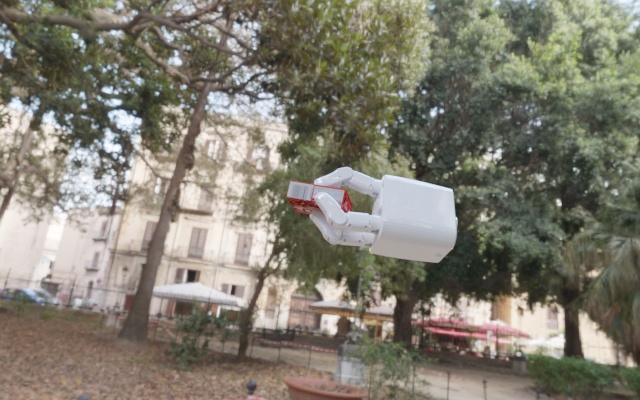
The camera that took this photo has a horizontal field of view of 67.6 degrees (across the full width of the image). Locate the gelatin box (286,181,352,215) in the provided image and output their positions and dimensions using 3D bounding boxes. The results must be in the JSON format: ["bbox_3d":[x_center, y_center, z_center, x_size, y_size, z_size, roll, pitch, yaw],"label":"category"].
[{"bbox_3d":[0.000,0.002,0.720,0.089,0.030,0.073,9,-17,13],"label":"gelatin box"}]
